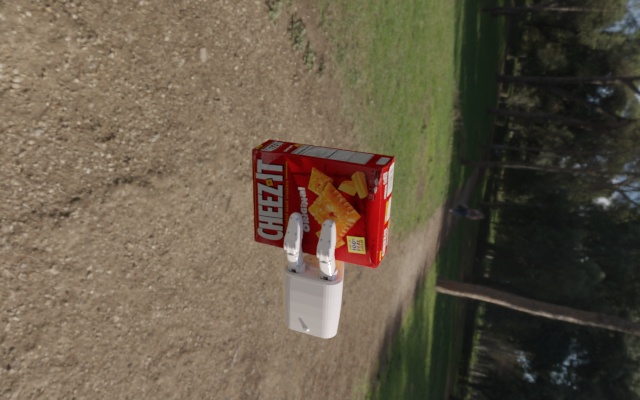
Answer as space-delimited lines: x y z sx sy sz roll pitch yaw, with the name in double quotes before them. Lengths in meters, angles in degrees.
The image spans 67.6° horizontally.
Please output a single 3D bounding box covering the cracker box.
"cracker box" 0.000 0.002 0.750 0.213 0.164 0.072 10 23 19
